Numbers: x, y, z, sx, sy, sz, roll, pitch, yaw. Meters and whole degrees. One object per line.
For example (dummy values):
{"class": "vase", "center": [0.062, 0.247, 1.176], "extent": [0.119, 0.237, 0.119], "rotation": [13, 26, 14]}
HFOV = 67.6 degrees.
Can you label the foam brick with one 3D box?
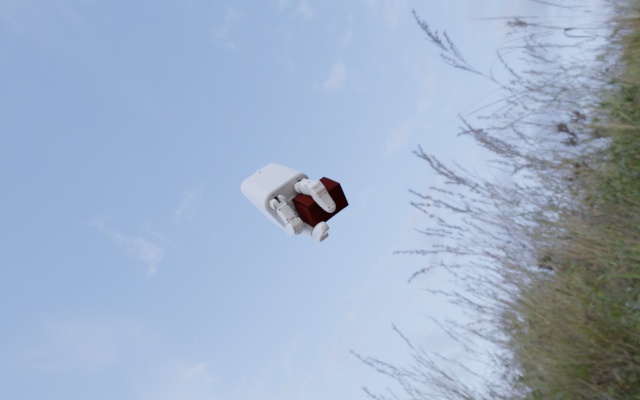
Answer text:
{"class": "foam brick", "center": [0.000, 0.003, 0.849], "extent": [0.078, 0.053, 0.051], "rotation": [-36, 33, -21]}
